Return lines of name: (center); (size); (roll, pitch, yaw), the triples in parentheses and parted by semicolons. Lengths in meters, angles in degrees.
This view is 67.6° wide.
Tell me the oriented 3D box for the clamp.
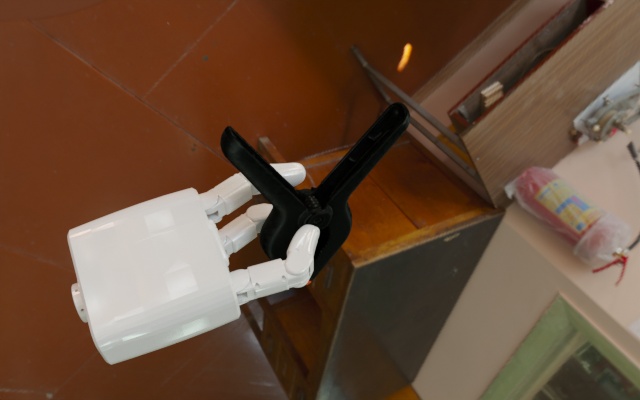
clamp: (0.000, 0.002, 0.446); (0.164, 0.210, 0.036); (-16, 48, -16)
